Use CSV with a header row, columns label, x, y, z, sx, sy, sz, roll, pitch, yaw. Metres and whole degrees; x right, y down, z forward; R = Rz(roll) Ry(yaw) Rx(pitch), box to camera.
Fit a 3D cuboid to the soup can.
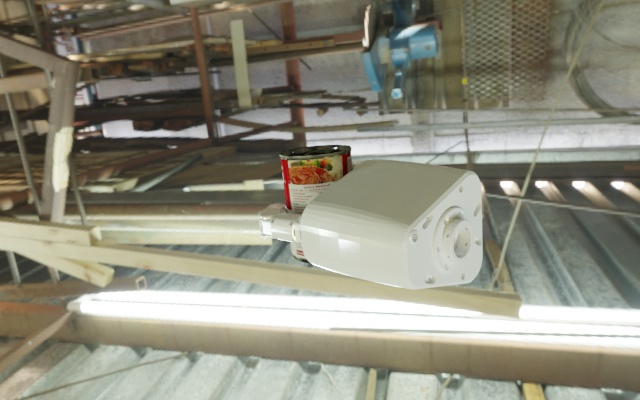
label,x,y,z,sx,sy,sz,roll,pitch,yaw
soup can,0.000,0.002,0.460,0.068,0.102,0.068,-5,14,1
